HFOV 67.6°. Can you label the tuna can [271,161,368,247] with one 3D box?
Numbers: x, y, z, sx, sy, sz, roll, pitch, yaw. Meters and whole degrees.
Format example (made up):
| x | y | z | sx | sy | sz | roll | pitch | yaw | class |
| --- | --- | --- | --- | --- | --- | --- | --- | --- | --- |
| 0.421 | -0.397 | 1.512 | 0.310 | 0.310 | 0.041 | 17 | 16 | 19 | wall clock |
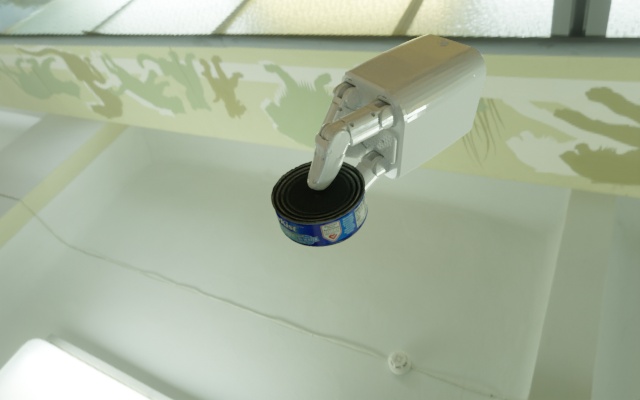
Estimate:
| x | y | z | sx | sy | sz | roll | pitch | yaw | class |
| --- | --- | --- | --- | --- | --- | --- | --- | --- | --- |
| 0.000 | 0.002 | 0.438 | 0.086 | 0.034 | 0.086 | -7 | 41 | 6 | tuna can |
